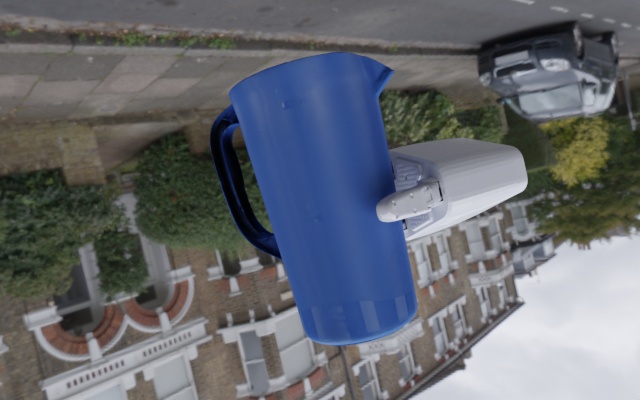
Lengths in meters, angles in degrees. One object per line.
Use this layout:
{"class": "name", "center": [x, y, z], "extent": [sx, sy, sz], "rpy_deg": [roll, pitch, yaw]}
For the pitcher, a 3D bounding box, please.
{"class": "pitcher", "center": [0.000, 0.001, 0.442], "extent": [0.145, 0.243, 0.149], "rpy_deg": [-15, 3, -25]}
